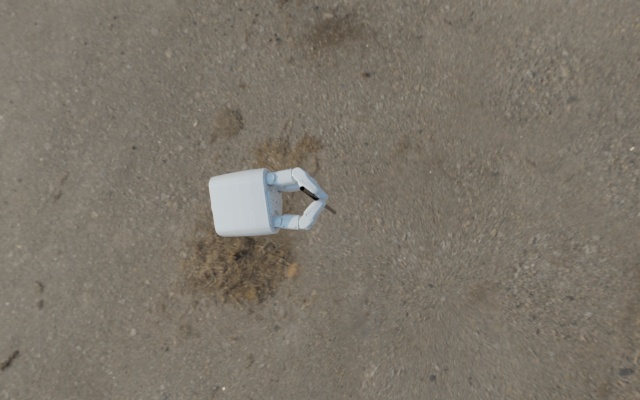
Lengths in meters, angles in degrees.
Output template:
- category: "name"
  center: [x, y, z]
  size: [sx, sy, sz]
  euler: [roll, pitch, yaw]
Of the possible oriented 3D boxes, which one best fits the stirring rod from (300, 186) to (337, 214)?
- category: "stirring rod"
  center: [0.000, 0.003, 0.850]
  size: [0.011, 0.011, 0.239]
  euler: [0, -10, 14]
